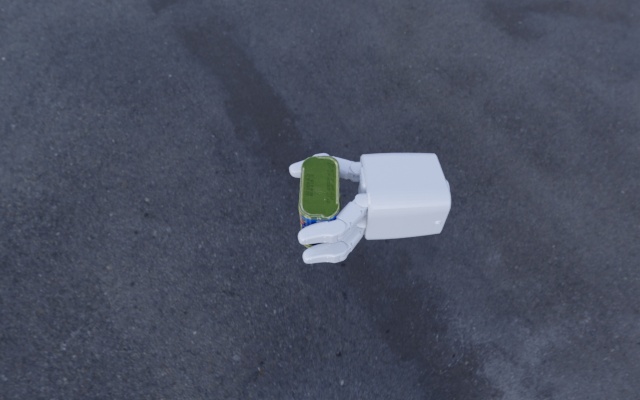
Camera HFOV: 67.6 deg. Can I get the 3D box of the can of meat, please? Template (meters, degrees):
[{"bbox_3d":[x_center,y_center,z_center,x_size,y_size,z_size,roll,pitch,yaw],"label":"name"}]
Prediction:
[{"bbox_3d":[0.000,0.002,0.645,0.057,0.102,0.084,0,-32,1],"label":"can of meat"}]
